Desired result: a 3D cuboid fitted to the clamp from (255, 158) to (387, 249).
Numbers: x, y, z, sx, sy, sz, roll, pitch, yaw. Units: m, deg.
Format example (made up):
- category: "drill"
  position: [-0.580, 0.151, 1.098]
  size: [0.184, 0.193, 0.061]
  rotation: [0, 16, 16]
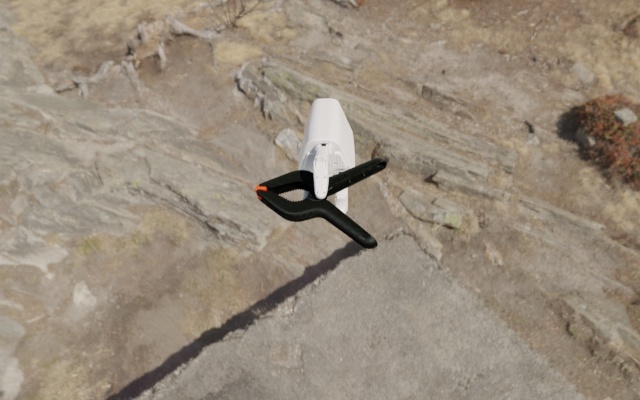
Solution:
- category: "clamp"
  position: [0.000, 0.002, 0.743]
  size: [0.210, 0.164, 0.036]
  rotation: [-1, -36, 6]
